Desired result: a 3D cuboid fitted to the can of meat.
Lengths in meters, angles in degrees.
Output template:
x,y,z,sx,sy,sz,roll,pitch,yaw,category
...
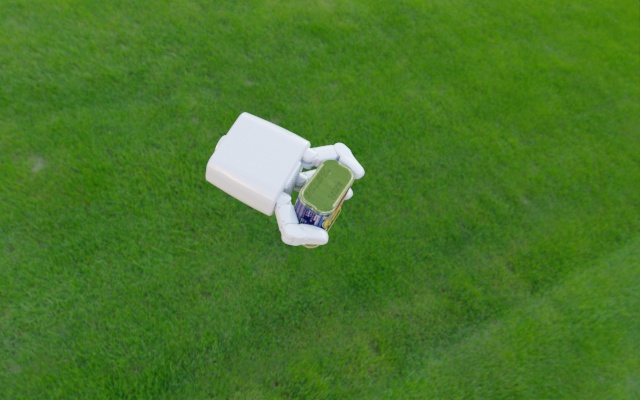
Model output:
x,y,z,sx,sy,sz,roll,pitch,yaw,category
0.000,0.002,0.668,0.057,0.102,0.084,30,-39,6,can of meat
